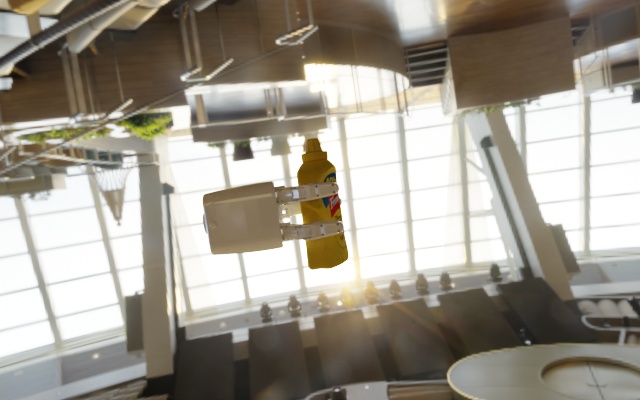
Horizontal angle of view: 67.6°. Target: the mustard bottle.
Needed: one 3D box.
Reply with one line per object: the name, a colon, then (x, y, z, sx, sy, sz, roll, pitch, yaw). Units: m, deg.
mustard bottle: (0.000, 0.003, 0.721, 0.058, 0.191, 0.096, -7, 4, 22)
